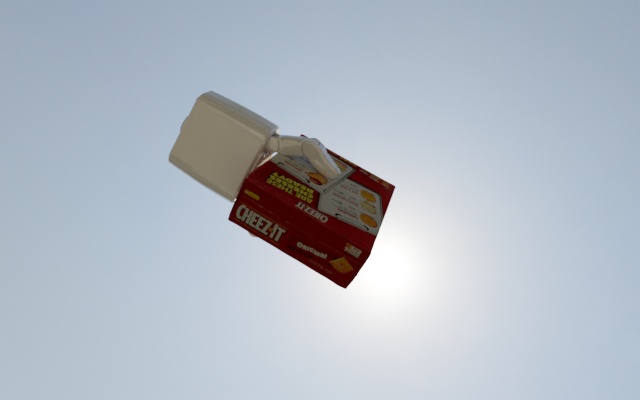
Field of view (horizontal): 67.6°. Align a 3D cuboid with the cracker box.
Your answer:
[{"bbox_3d":[0.000,0.002,0.628,0.164,0.072,0.213,30,27,3],"label":"cracker box"}]
